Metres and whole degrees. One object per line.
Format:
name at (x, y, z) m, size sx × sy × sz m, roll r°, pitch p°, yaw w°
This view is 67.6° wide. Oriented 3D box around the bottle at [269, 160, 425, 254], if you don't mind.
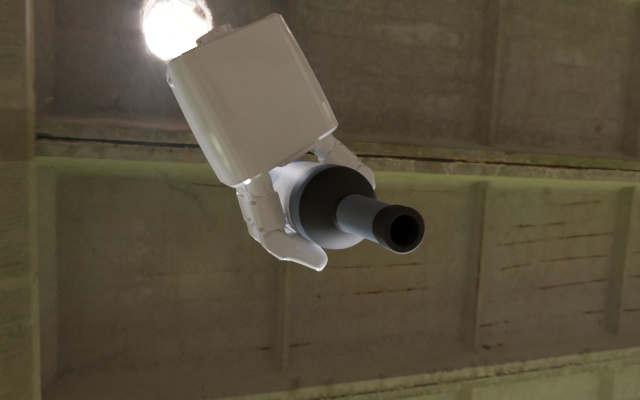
bottle at (0.000, 0.001, 0.410) m, size 0.069 × 0.069 × 0.295 m, roll 0°, pitch 6°, yaw -19°
